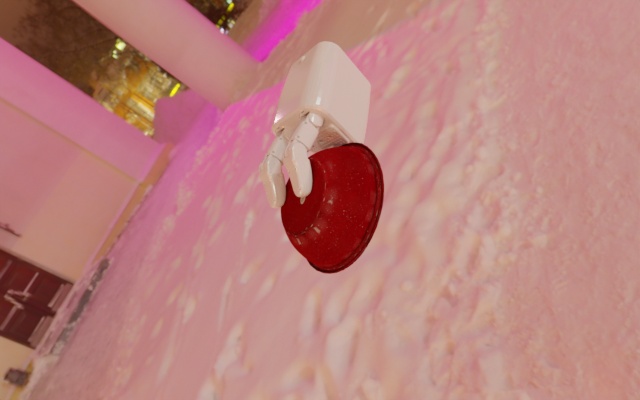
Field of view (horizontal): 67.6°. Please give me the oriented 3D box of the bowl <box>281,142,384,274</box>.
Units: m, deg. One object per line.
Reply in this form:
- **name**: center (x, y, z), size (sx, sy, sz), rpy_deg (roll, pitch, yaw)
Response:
- **bowl**: center (0.000, 0.003, 0.558), size (0.055, 0.162, 0.162), rpy_deg (16, -9, -33)
